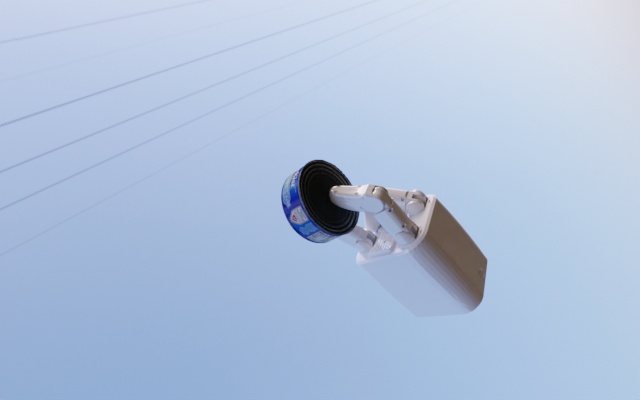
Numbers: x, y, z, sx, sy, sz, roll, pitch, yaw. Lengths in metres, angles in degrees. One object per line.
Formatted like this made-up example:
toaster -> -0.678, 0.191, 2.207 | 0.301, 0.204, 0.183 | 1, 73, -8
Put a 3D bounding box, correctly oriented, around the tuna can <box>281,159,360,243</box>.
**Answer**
tuna can -> 0.000, 0.002, 0.511 | 0.086, 0.086, 0.034 | 0, -22, -45
